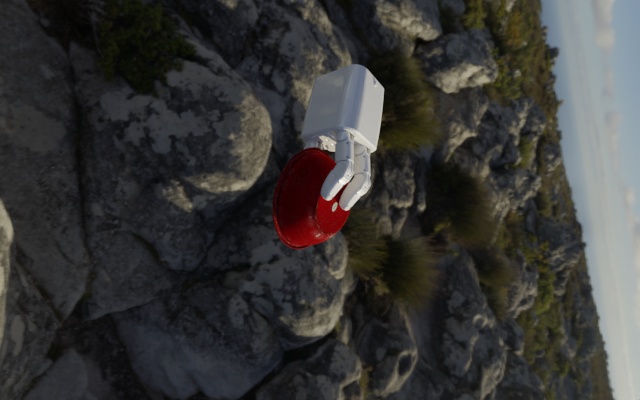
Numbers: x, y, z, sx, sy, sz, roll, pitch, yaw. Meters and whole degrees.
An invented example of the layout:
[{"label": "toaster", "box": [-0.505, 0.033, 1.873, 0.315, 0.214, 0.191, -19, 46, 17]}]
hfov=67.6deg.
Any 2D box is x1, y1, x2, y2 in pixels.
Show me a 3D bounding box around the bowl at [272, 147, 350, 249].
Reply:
[{"label": "bowl", "box": [0.000, 0.004, 0.730, 0.055, 0.162, 0.162, 14, 8, 35]}]
